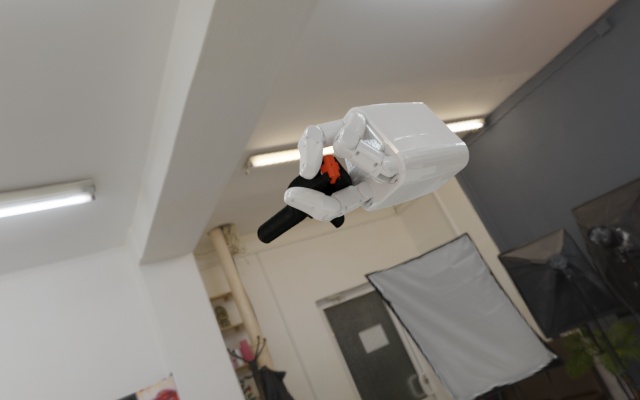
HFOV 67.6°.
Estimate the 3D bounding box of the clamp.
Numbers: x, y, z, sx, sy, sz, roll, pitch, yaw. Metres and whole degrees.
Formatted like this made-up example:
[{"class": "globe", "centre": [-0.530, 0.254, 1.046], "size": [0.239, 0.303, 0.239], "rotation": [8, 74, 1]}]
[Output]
[{"class": "clamp", "centre": [0.000, 0.001, 0.579], "size": [0.120, 0.039, 0.171], "rotation": [-13, -21, -31]}]
